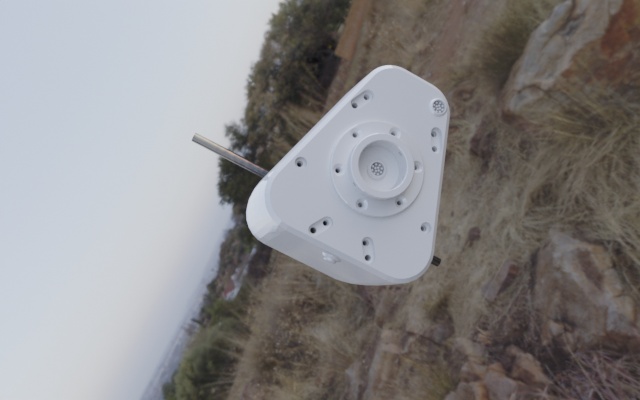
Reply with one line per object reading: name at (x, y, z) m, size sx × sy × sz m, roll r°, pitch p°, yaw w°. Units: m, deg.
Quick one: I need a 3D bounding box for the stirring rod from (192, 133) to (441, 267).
stirring rod at (0.000, 0.001, 0.415) m, size 0.239 × 0.011 × 0.011 m, roll 27°, pitch -4°, yaw -7°
